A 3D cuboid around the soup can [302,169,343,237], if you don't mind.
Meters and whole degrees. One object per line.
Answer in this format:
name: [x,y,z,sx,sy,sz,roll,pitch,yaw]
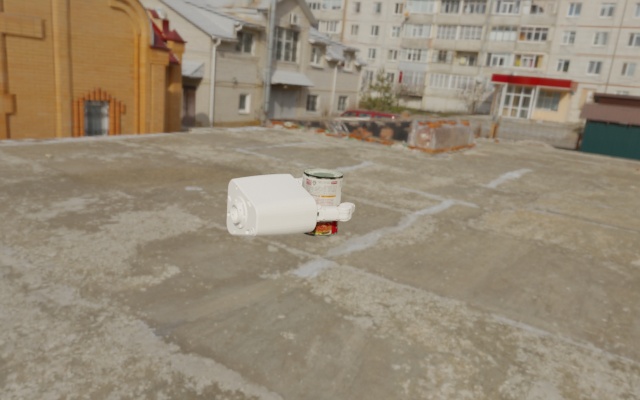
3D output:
soup can: [0.001,0.002,0.806,0.068,0.102,0.068,5,14,-1]
